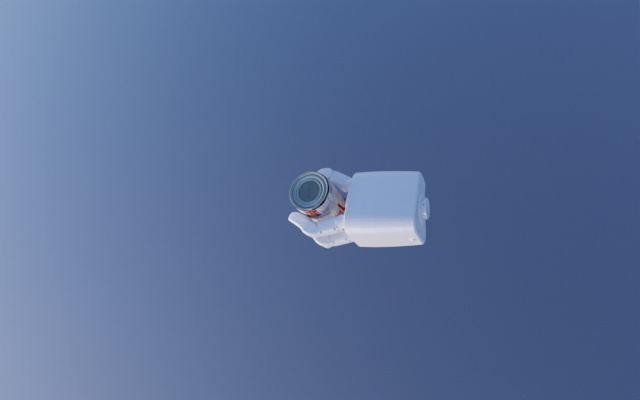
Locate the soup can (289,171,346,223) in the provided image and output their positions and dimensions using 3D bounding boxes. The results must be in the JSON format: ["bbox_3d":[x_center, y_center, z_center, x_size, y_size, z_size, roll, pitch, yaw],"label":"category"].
[{"bbox_3d":[0.000,0.002,0.775,0.068,0.068,0.102,0,-21,23],"label":"soup can"}]
